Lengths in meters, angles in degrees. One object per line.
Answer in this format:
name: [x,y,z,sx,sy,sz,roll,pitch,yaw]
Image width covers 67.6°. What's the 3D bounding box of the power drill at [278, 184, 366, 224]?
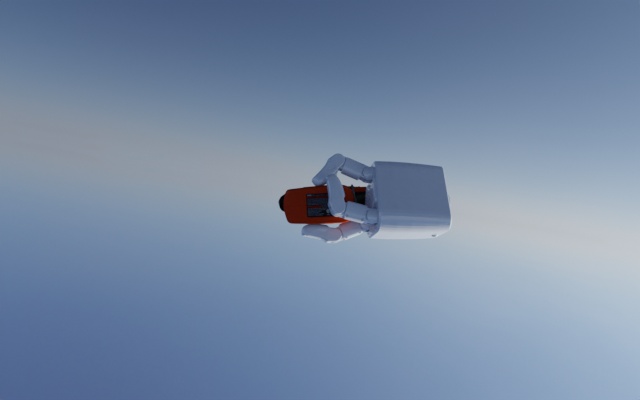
power drill: [0.000,0.003,0.787,0.184,0.057,0.187,-5,3,12]
